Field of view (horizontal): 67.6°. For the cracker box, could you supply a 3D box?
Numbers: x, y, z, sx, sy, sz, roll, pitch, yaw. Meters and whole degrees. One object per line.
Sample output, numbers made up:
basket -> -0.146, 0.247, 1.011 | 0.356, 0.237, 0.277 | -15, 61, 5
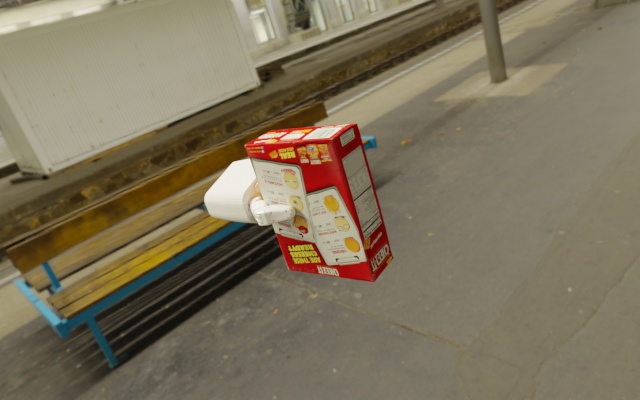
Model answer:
cracker box -> 0.000, 0.002, 0.686 | 0.164, 0.214, 0.072 | 1, 29, 40
